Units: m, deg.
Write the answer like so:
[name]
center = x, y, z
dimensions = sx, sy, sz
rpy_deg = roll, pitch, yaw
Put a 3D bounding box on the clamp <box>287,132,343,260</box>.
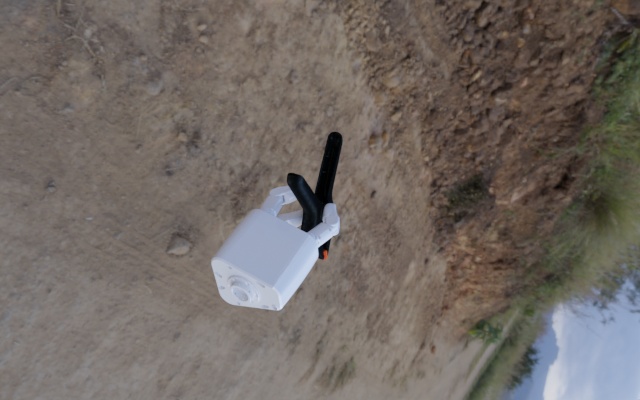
[clamp]
center = 0.001, 0.003, 0.769
dimensions = 0.036, 0.210, 0.164
rpy_deg = 13, 41, 22
